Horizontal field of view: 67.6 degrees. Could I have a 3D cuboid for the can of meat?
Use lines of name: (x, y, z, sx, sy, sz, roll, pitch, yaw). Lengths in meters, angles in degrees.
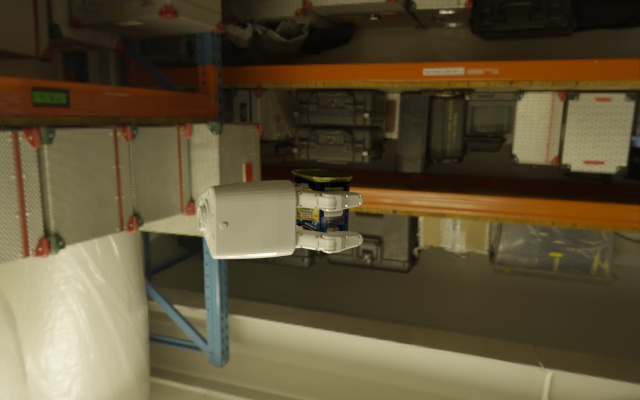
can of meat: (0.000, 0.003, 0.671, 0.057, 0.084, 0.102, -3, 11, -27)
